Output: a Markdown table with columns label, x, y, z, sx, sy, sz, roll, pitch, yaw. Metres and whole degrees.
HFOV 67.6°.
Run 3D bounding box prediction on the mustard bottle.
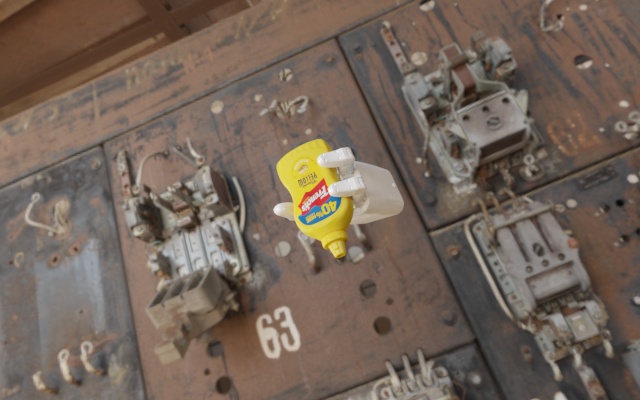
| label | x | y | z | sx | sy | sz | roll | pitch | yaw |
| --- | --- | --- | --- | --- | --- | --- | --- | --- | --- |
| mustard bottle | 0.000 | 0.002 | 0.762 | 0.096 | 0.191 | 0.058 | -27 | -25 | 14 |
